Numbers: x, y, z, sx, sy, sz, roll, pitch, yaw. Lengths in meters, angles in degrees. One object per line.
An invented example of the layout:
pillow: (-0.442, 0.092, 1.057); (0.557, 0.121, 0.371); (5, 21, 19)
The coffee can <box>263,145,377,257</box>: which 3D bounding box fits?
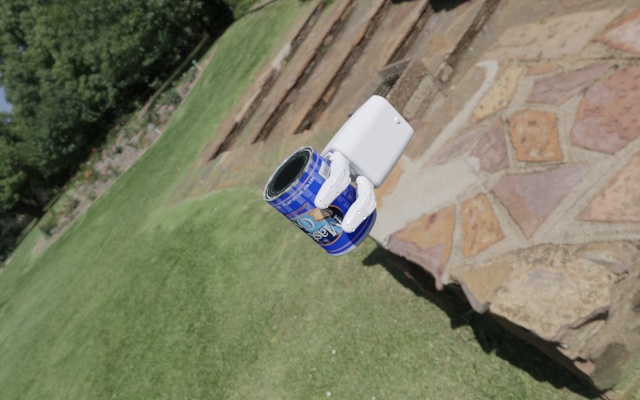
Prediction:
coffee can: (0.000, 0.003, 0.709); (0.140, 0.102, 0.103); (42, -20, -24)
